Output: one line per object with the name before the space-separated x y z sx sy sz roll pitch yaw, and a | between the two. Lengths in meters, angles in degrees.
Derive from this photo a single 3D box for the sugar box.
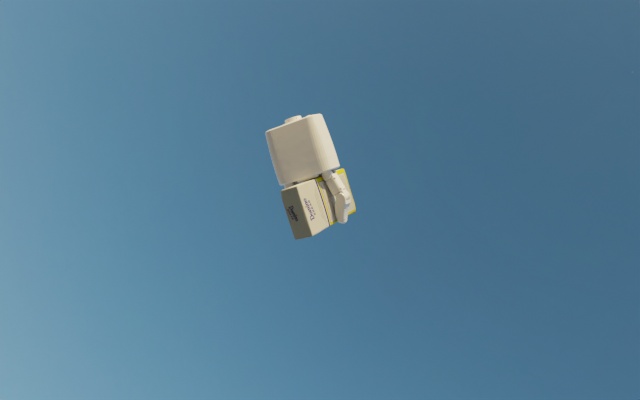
sugar box | 0.000 0.003 0.890 0.048 0.093 0.176 -14 5 35
